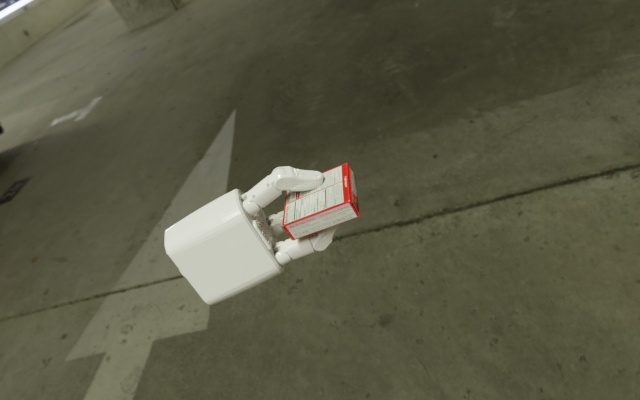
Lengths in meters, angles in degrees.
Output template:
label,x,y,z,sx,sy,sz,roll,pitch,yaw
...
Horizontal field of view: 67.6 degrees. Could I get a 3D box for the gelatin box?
label,x,y,z,sx,sy,sz,roll,pitch,yaw
gelatin box,0.000,0.001,0.569,0.089,0.030,0.073,-22,36,17
